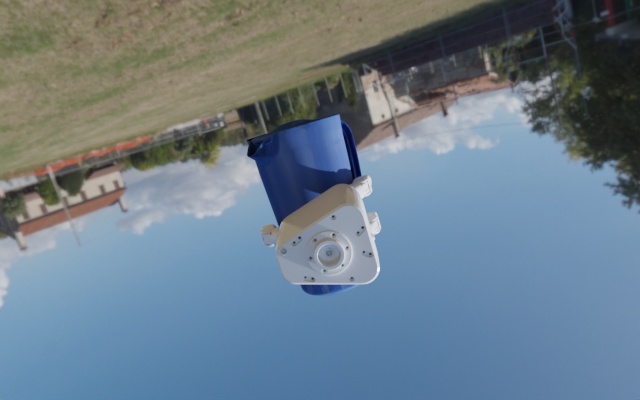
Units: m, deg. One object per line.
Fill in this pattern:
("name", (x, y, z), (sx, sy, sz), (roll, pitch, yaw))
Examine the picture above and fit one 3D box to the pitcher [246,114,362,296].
("pitcher", (0.000, 0.002, 0.687), (0.149, 0.243, 0.145), (-16, 11, 1))
